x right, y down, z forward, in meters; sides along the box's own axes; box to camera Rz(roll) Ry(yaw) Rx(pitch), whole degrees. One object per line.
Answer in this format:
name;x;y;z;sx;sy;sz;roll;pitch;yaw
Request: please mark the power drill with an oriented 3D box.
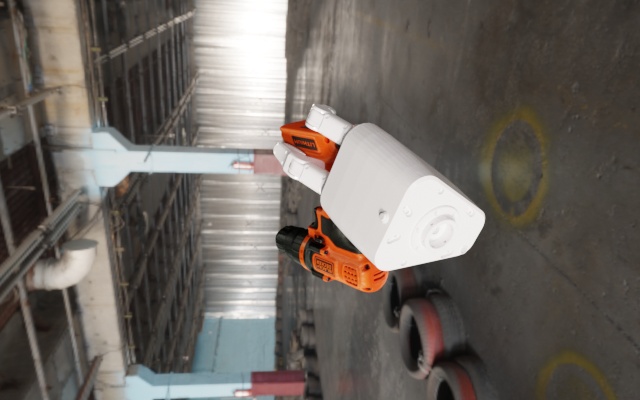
power drill;0.000;0.001;0.565;0.057;0.188;0.184;-22;24;-38
